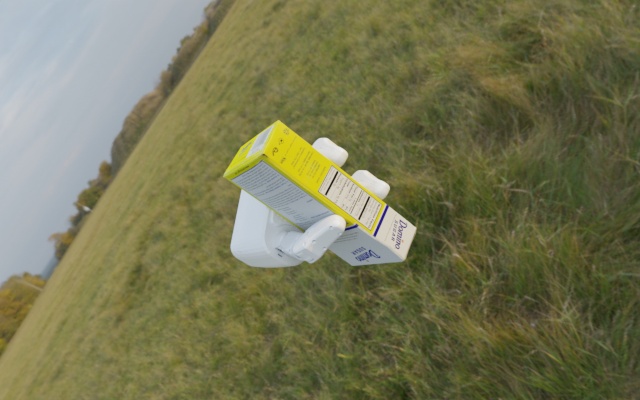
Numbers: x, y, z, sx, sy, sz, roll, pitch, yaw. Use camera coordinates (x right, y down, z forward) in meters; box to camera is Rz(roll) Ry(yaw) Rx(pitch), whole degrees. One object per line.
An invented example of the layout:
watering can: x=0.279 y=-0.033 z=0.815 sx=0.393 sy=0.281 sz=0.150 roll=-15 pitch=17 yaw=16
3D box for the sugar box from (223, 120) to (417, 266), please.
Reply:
sugar box: x=0.000 y=0.001 z=0.473 sx=0.176 sy=0.048 sz=0.093 roll=34 pitch=-25 yaw=-22
